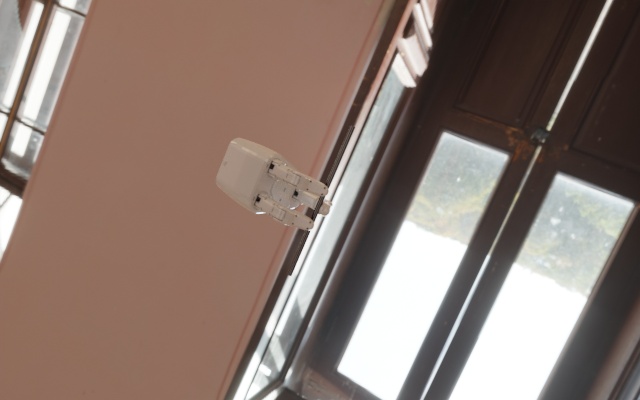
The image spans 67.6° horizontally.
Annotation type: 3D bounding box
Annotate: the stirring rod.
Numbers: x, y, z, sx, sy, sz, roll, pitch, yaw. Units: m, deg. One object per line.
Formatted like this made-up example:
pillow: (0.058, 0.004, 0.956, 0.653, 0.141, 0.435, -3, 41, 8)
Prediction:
stirring rod: (0.000, 0.002, 0.705, 0.011, 0.239, 0.011, 23, 6, -3)
